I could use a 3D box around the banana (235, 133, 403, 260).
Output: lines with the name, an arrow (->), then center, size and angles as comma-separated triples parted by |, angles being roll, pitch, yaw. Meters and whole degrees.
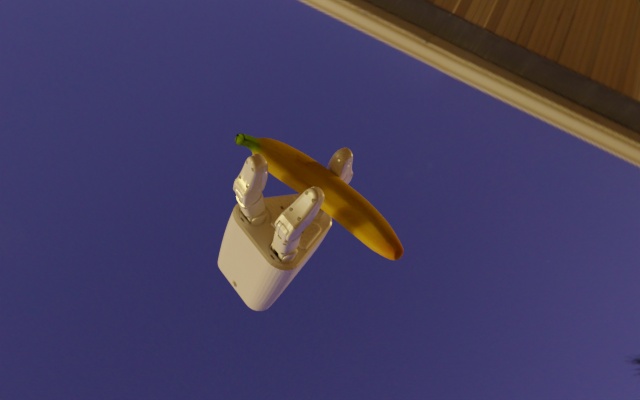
banana -> 0.002, -0.007, 0.490 | 0.198, 0.037, 0.069 | 35, 25, 0
